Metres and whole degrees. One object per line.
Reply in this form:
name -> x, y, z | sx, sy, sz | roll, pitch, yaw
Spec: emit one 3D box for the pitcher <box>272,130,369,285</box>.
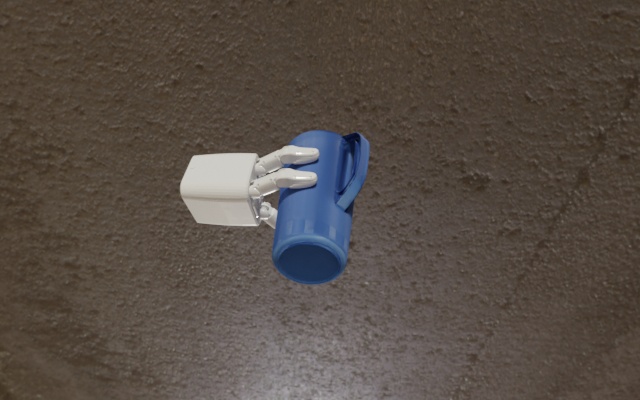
pitcher -> 0.000, 0.002, 0.751 | 0.145, 0.149, 0.242 | 3, 43, 3
